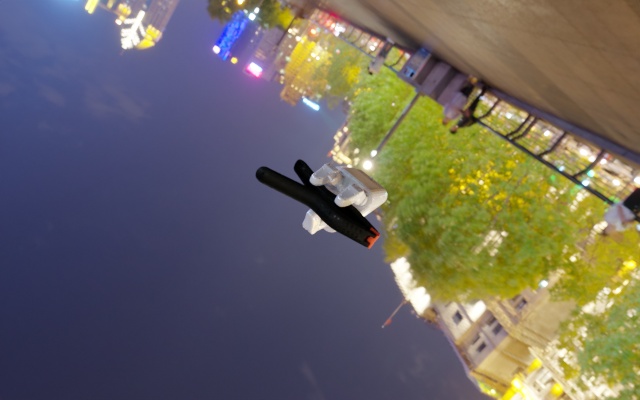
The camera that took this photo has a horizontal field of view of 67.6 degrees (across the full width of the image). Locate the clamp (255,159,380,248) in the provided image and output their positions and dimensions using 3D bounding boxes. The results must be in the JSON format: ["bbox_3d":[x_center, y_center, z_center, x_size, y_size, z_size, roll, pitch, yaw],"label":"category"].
[{"bbox_3d":[0.000,0.003,0.765,0.210,0.036,0.164,40,21,17],"label":"clamp"}]
